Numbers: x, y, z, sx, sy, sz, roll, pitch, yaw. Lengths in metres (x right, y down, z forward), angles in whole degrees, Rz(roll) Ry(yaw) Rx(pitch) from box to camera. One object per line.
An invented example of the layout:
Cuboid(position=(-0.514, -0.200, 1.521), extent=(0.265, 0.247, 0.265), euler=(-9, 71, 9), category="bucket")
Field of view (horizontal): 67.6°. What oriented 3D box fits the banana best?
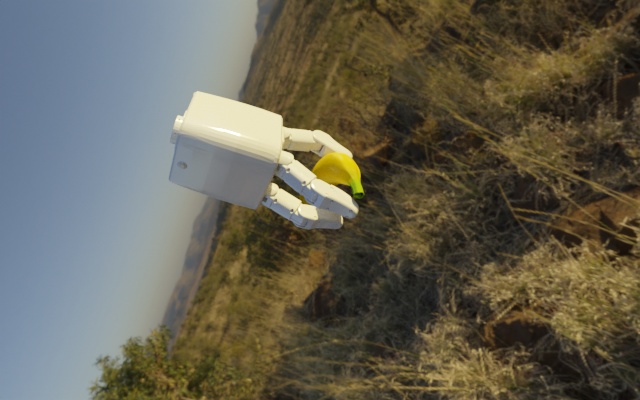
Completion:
Cuboid(position=(0.004, -0.016, 0.602), extent=(0.037, 0.069, 0.198), euler=(14, -17, -16), category="banana")
